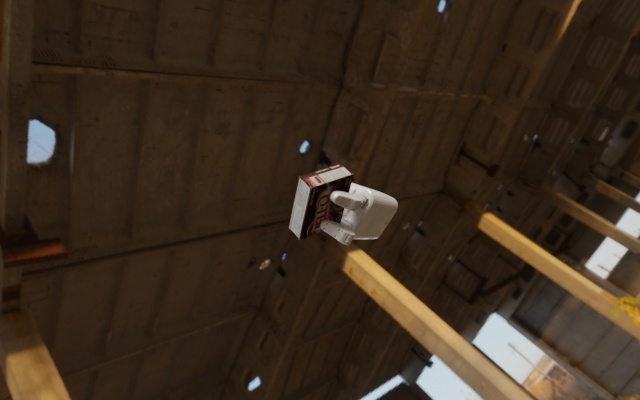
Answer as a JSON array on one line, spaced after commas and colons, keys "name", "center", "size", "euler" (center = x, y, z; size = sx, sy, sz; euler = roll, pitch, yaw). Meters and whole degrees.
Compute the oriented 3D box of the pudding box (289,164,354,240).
[{"name": "pudding box", "center": [0.000, 0.002, 0.783], "size": [0.090, 0.114, 0.039], "euler": [-21, 47, -36]}]
